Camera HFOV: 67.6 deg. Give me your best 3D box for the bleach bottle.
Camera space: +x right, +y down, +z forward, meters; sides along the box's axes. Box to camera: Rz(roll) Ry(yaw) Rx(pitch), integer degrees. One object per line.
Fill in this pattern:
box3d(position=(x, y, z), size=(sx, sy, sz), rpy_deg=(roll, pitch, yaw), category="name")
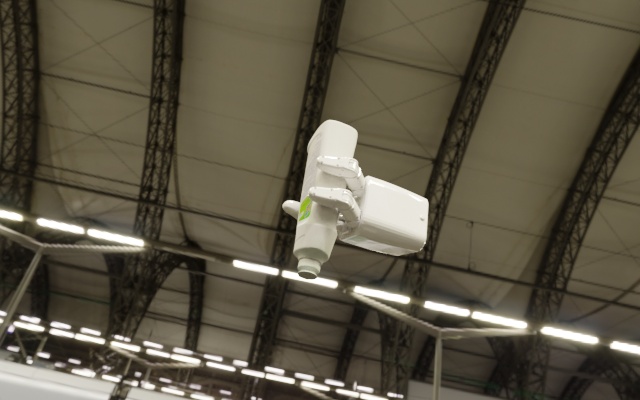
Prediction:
box3d(position=(0.000, 0.002, 0.726), size=(0.068, 0.250, 0.103), rpy_deg=(19, -32, -12), category="bleach bottle")
